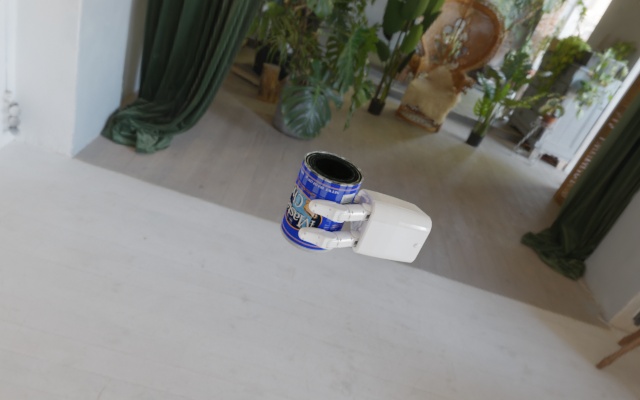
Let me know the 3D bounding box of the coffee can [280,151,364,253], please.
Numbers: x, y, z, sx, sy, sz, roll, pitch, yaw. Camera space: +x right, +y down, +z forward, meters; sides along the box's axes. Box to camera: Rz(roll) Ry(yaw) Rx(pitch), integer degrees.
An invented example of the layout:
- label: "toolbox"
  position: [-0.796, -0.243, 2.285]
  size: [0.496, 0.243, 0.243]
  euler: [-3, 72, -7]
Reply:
- label: "coffee can"
  position: [0.000, 0.003, 0.801]
  size: [0.103, 0.140, 0.102]
  euler: [16, 30, -9]
